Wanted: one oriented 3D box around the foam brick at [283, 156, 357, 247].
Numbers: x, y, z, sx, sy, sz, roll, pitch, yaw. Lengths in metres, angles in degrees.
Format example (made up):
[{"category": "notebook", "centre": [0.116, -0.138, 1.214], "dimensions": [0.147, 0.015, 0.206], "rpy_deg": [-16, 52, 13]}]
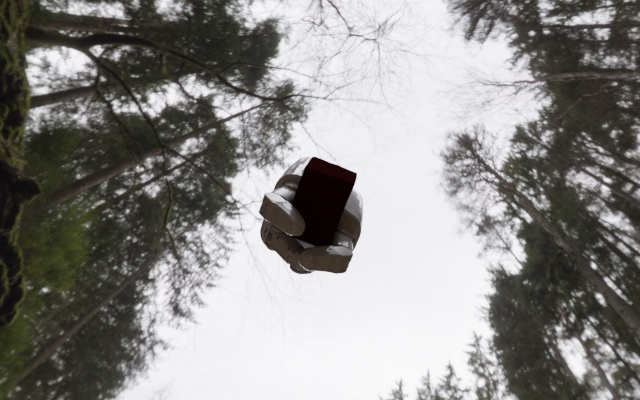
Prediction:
[{"category": "foam brick", "centre": [0.000, 0.001, 0.496], "dimensions": [0.053, 0.078, 0.051], "rpy_deg": [22, 21, 2]}]
